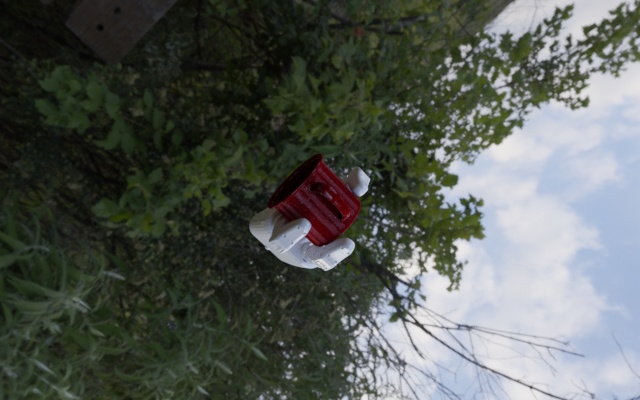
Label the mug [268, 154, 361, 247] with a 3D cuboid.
[{"bbox_3d":[0.001,0.002,0.582,0.081,0.093,0.117,45,-19,-15],"label":"mug"}]
